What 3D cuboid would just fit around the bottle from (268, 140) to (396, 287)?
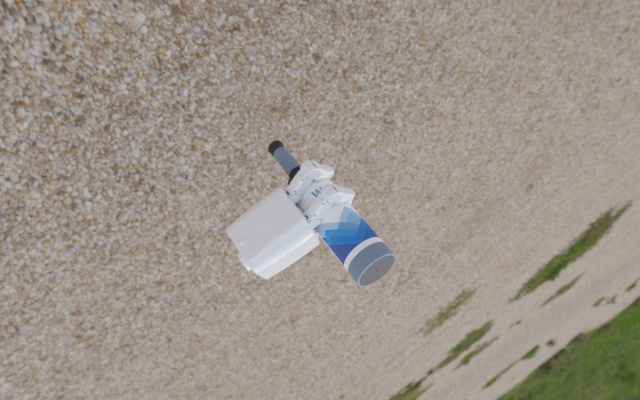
[{"bbox_3d":[0.000,0.003,0.746,0.069,0.069,0.295,0,41,-45],"label":"bottle"}]
